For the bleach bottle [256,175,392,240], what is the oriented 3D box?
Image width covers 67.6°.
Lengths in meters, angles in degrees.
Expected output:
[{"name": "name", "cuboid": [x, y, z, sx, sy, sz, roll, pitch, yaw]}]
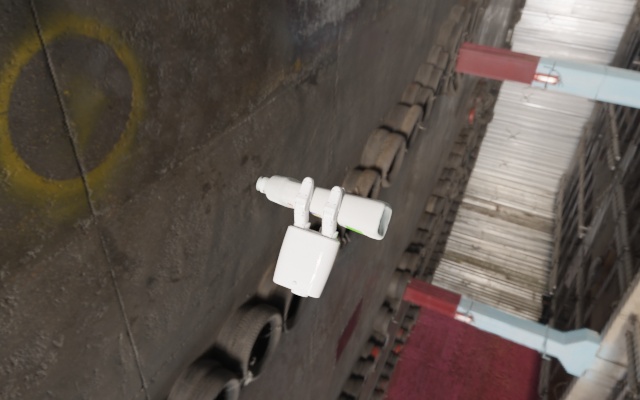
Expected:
[{"name": "bleach bottle", "cuboid": [0.000, 0.003, 0.887, 0.251, 0.068, 0.102, 17, -3, 19]}]
